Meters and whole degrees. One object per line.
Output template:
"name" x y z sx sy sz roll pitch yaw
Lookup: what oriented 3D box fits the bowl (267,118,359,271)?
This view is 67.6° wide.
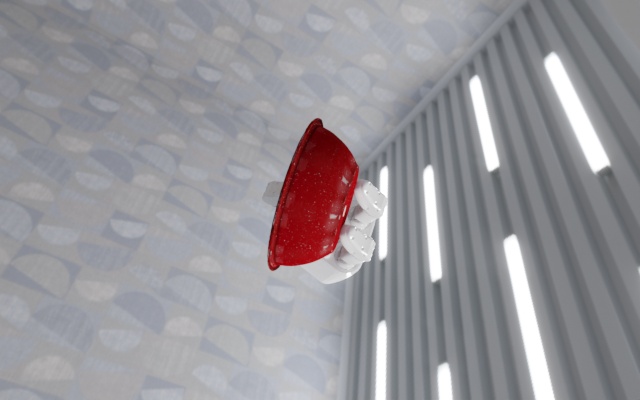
"bowl" 0.000 0.002 0.483 0.055 0.162 0.162 17 2 7
